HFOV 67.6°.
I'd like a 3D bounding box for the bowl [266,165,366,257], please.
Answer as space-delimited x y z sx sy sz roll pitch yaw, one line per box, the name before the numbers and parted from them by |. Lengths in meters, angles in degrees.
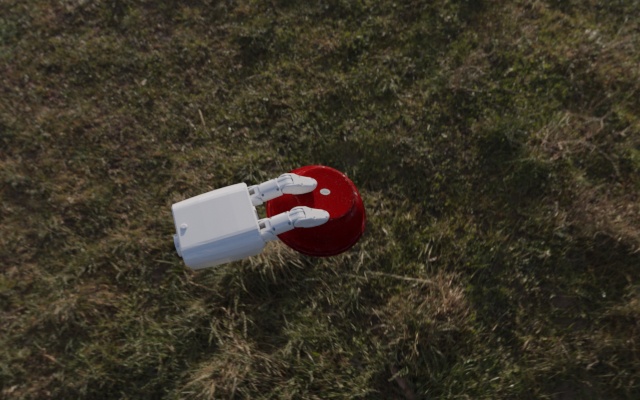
bowl | 0.001 0.002 0.727 0.162 0.162 0.055 0 -31 -15
